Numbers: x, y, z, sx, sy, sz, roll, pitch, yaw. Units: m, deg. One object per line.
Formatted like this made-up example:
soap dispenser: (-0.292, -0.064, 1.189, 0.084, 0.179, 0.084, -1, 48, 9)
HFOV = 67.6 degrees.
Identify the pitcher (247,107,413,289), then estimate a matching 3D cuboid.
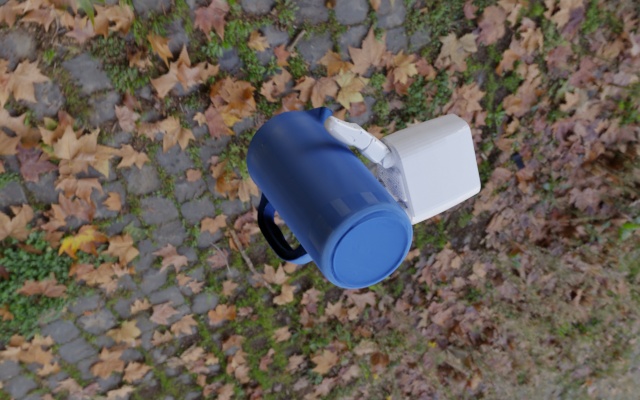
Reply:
pitcher: (0.000, 0.002, 0.585, 0.145, 0.149, 0.242, -21, 37, -13)
